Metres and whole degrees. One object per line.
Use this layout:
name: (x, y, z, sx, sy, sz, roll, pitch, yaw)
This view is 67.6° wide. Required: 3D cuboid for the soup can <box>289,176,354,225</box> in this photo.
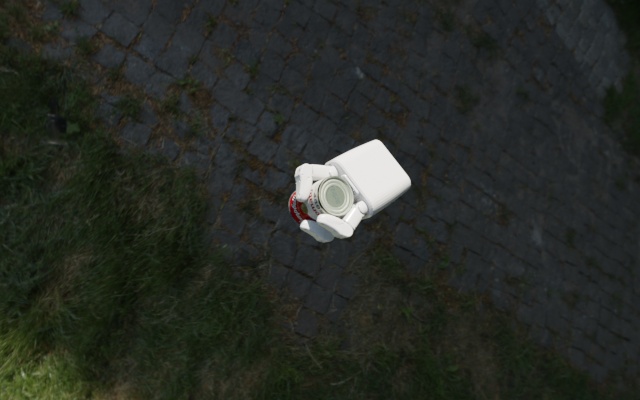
soup can: (0.000, 0.003, 0.785, 0.068, 0.068, 0.102, 0, -11, -31)
